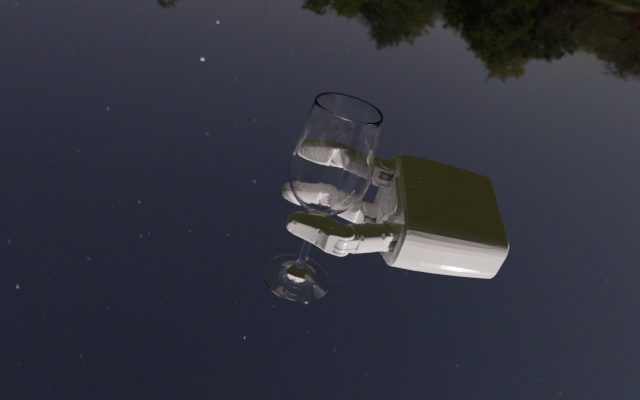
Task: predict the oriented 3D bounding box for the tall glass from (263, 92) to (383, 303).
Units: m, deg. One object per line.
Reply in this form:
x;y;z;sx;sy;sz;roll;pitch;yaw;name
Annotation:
0.000;0.002;0.461;0.079;0.201;0.079;12;32;-8;tall glass
